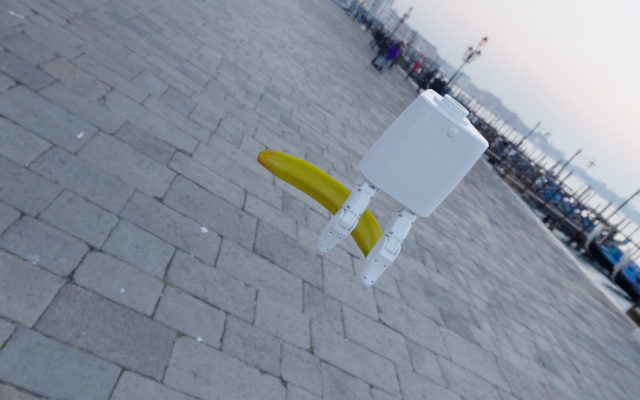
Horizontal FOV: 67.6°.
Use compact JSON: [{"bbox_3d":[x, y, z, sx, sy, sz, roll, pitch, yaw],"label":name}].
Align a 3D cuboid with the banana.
[{"bbox_3d":[0.010,-0.001,0.585,0.198,0.037,0.069,43,28,7],"label":"banana"}]
